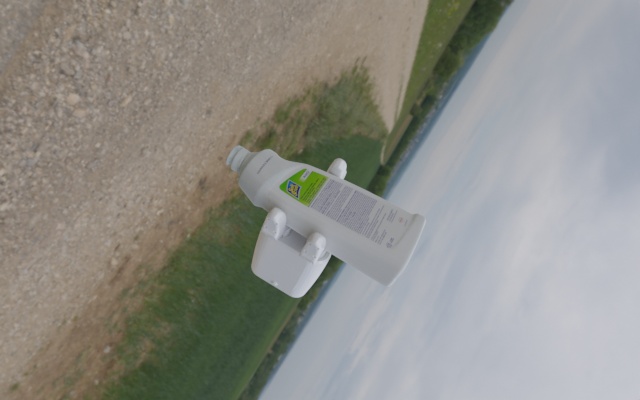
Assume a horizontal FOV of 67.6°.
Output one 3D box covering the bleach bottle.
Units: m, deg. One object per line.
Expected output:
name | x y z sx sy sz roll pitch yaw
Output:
bleach bottle | 0.000 0.002 0.596 0.251 0.068 0.102 31 46 4
